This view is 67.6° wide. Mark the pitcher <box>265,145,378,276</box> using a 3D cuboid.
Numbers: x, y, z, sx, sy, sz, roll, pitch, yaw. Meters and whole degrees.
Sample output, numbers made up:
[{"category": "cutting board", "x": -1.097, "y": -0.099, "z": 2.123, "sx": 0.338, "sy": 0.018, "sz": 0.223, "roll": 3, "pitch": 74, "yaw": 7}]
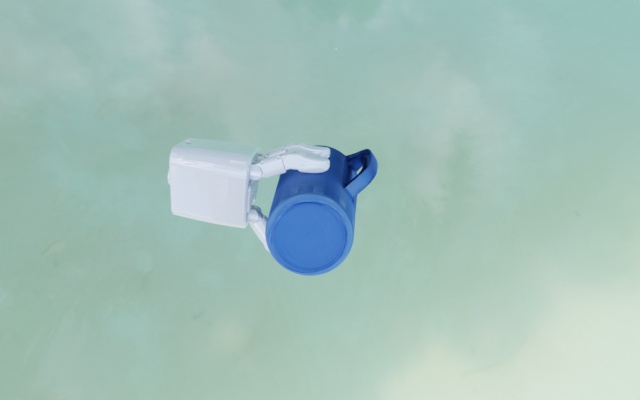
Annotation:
[{"category": "pitcher", "x": 0.000, "y": 0.002, "z": 0.678, "sx": 0.145, "sy": 0.149, "sz": 0.242, "roll": 12, "pitch": 18, "yaw": -1}]
